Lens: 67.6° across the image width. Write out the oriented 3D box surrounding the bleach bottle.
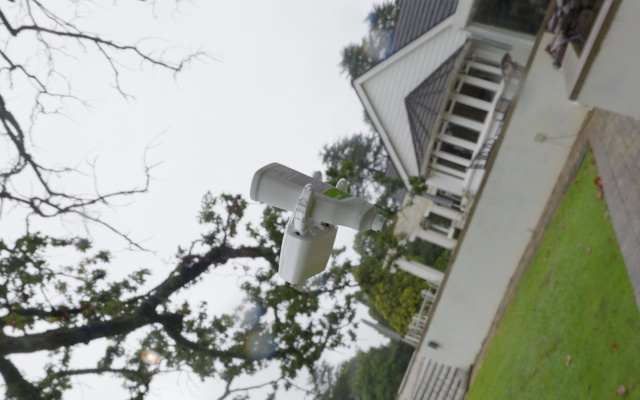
[{"bbox_3d":[0.000,0.003,0.891,0.251,0.068,0.102,22,26,17],"label":"bleach bottle"}]
